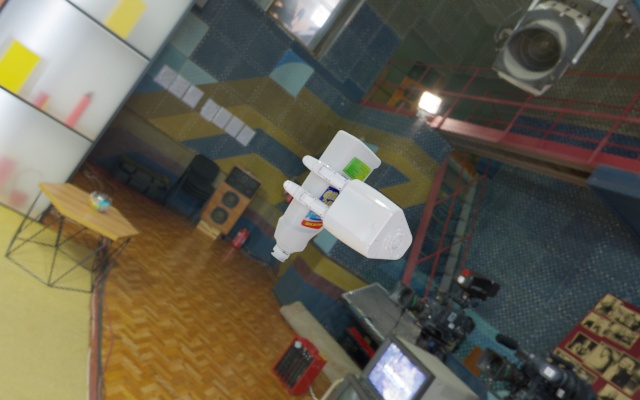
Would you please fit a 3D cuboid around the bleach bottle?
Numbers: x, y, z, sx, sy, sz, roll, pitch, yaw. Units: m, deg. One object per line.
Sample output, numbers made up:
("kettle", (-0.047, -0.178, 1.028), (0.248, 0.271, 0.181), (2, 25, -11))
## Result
("bleach bottle", (0.000, 0.003, 0.860), (0.068, 0.251, 0.103), (36, 1, 40))
